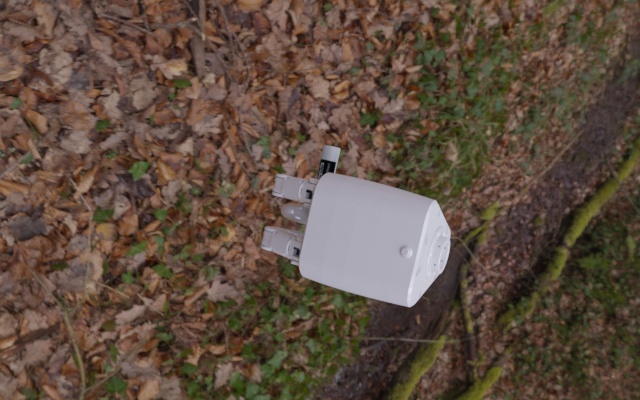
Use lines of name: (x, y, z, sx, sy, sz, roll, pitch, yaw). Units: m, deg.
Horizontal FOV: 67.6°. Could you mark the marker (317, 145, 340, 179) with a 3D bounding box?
marker: (0.000, 0.002, 0.512, 0.020, 0.121, 0.020, 12, 3, -1)
